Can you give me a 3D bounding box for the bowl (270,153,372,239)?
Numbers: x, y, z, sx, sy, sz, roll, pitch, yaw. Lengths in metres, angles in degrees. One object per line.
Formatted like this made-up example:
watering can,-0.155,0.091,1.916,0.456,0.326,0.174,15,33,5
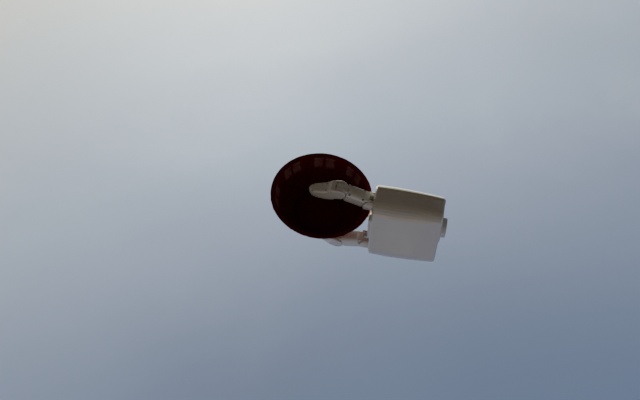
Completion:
bowl,-0.001,0.002,0.773,0.162,0.162,0.055,0,-33,-5
